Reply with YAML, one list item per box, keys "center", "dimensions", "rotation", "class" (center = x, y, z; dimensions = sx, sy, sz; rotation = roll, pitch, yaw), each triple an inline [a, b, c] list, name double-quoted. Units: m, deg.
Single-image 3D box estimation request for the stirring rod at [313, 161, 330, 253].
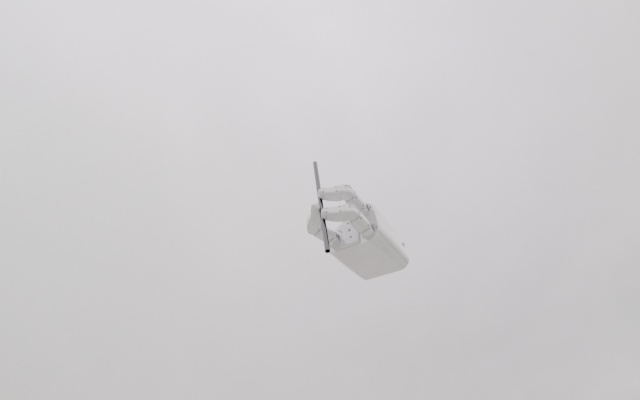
- center: [0.000, 0.003, 0.820]
  dimensions: [0.011, 0.011, 0.239]
  rotation: [0, 38, -7]
  class: "stirring rod"
